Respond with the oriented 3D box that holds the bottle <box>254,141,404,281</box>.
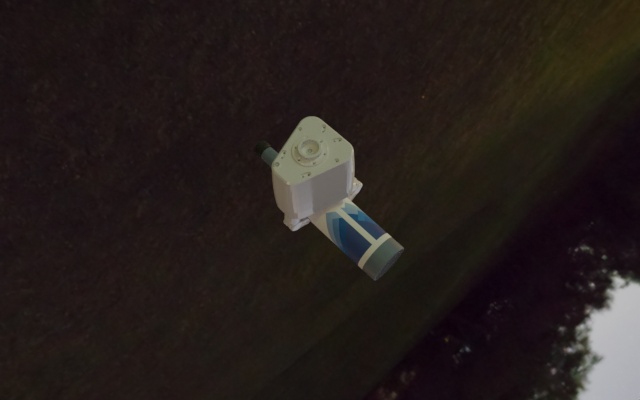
[{"bbox_3d":[0.000,0.003,0.763,0.295,0.069,0.069,42,16,19],"label":"bottle"}]
